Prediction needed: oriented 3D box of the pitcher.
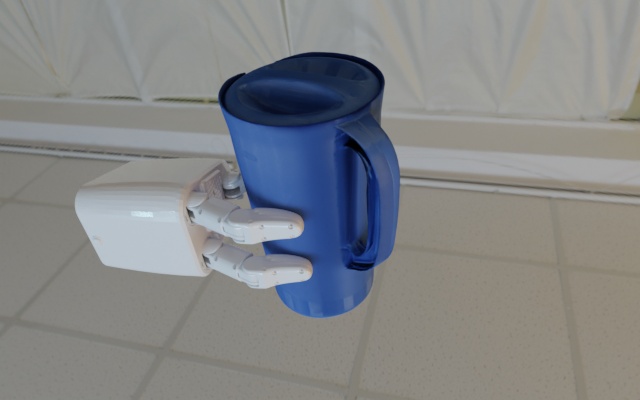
[{"bbox_3d":[0.000,0.001,0.443,0.145,0.243,0.149,1,39,9],"label":"pitcher"}]
